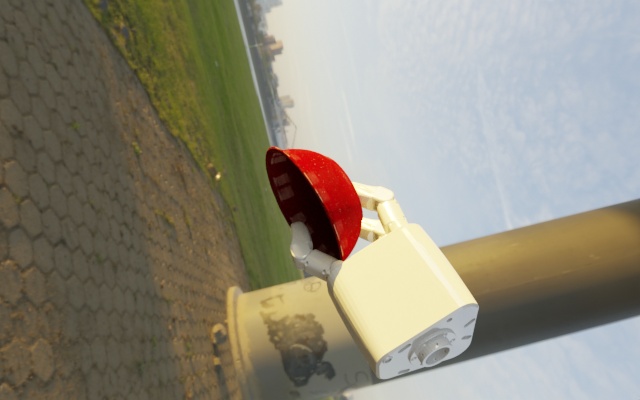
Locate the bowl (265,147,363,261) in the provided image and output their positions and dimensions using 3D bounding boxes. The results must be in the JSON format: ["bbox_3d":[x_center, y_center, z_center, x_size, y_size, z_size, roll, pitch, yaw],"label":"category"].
[{"bbox_3d":[0.000,0.001,0.548,0.055,0.162,0.162,-29,10,-19],"label":"bowl"}]
